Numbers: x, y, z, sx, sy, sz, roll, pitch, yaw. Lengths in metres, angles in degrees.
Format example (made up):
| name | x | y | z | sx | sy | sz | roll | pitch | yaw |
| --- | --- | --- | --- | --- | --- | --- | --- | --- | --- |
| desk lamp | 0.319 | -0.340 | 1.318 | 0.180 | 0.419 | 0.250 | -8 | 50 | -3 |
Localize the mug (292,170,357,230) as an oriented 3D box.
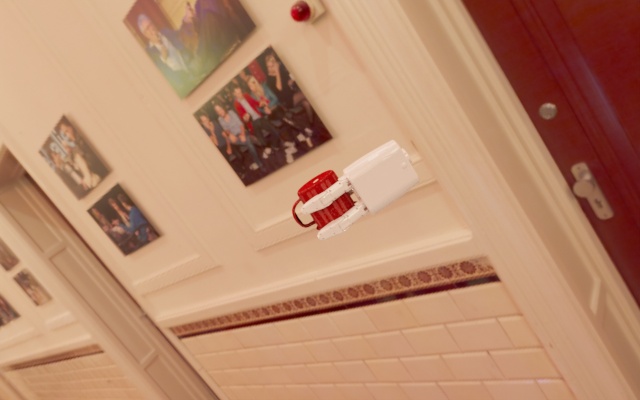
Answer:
| name | x | y | z | sx | sy | sz | roll | pitch | yaw |
| --- | --- | --- | --- | --- | --- | --- | --- | --- | --- |
| mug | -0.001 | 0.004 | 0.892 | 0.117 | 0.081 | 0.093 | -33 | 11 | 2 |
